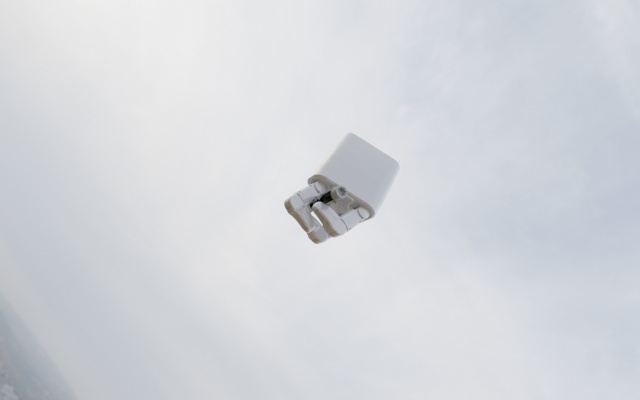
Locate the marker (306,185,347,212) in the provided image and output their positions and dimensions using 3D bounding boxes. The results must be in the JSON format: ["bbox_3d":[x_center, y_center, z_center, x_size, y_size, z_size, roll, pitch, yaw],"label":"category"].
[{"bbox_3d":[0.000,0.002,0.707,0.020,0.020,0.121,0,-14,-30],"label":"marker"}]
